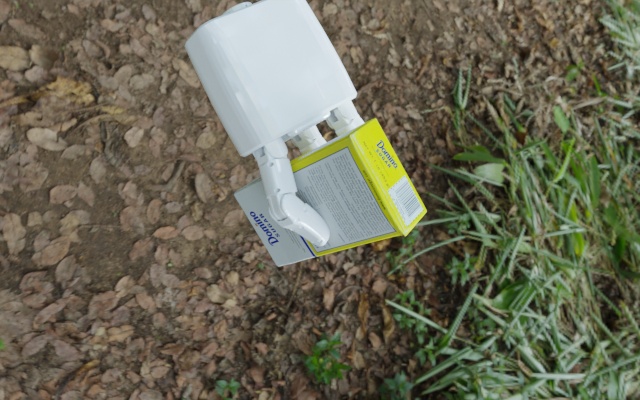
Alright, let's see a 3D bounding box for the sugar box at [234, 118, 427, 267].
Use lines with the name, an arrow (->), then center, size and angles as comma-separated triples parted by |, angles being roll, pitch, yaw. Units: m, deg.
sugar box -> 0.000, 0.001, 0.441 | 0.176, 0.093, 0.048 | -19, 14, 49
